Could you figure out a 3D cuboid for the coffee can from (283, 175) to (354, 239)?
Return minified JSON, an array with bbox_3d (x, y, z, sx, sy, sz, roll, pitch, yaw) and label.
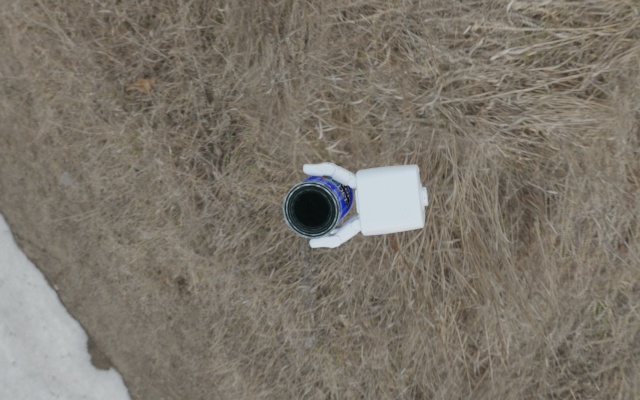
[{"bbox_3d":[0.000,0.003,0.883,0.103,0.103,0.140,0,12,14],"label":"coffee can"}]
